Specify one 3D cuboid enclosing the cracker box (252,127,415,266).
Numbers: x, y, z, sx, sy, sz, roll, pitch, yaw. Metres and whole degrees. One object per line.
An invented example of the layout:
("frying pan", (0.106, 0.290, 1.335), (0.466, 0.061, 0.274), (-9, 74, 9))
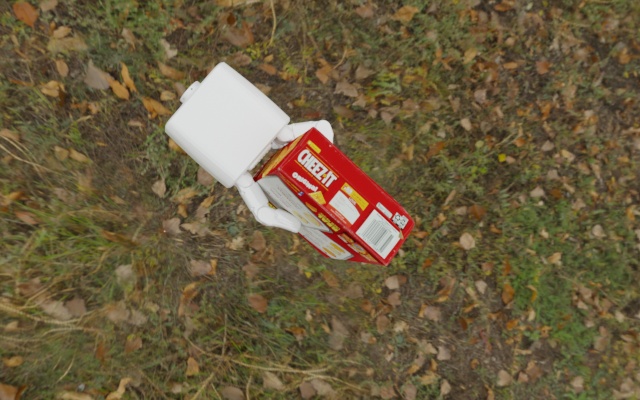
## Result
("cracker box", (0.000, 0.002, 0.613), (0.164, 0.072, 0.214), (42, -15, -12))
